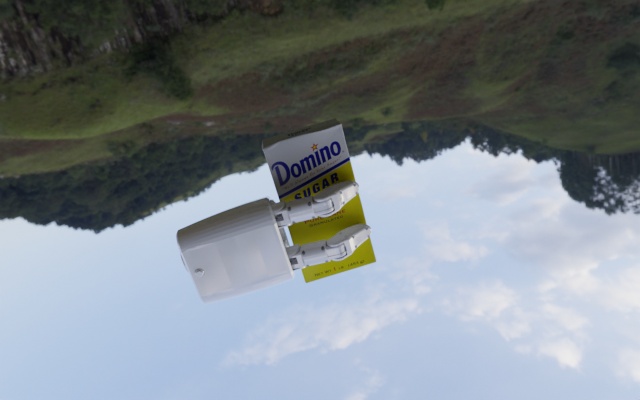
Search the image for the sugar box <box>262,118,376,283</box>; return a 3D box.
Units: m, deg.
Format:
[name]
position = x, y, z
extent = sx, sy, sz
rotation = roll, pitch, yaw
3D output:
[sugar box]
position = 0.000, 0.002, 0.563
extent = 0.093, 0.176, 0.048
rotation = -17, 21, -2
